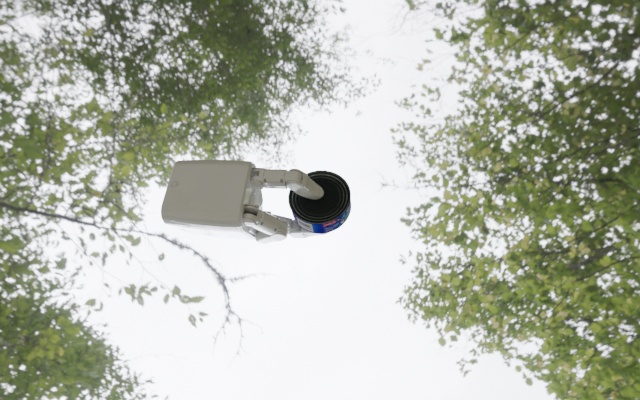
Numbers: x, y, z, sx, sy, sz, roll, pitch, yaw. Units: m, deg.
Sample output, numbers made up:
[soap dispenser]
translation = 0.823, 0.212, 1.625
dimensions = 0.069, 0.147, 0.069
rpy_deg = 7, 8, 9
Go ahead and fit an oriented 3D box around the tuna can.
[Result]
[tuna can]
translation = 0.000, 0.002, 0.662
dimensions = 0.086, 0.086, 0.034
rpy_deg = 0, -32, 7
